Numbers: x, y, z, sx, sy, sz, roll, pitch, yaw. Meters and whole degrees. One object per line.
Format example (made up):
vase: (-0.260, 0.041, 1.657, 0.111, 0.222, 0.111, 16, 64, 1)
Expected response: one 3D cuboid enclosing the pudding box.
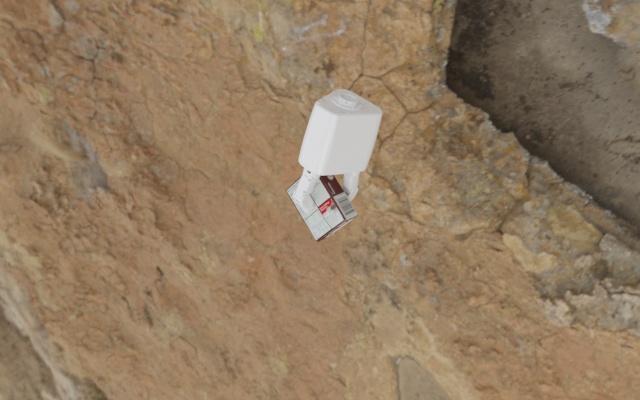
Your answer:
pudding box: (0.000, 0.003, 0.828, 0.039, 0.113, 0.090, -21, -13, -44)
